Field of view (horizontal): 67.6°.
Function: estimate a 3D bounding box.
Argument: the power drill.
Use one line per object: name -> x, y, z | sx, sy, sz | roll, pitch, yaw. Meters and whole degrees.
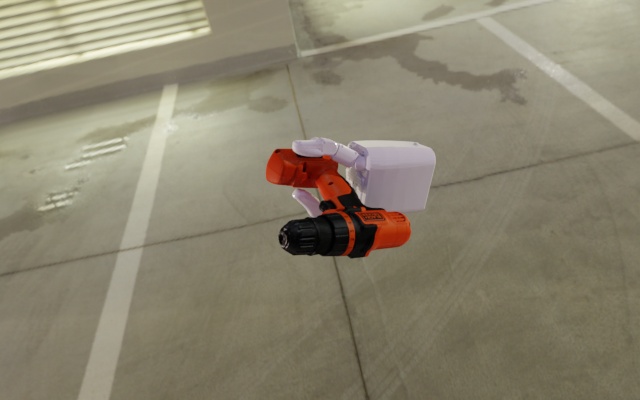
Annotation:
power drill -> 0.000, 0.002, 0.615 | 0.184, 0.057, 0.187 | 0, 36, -36
